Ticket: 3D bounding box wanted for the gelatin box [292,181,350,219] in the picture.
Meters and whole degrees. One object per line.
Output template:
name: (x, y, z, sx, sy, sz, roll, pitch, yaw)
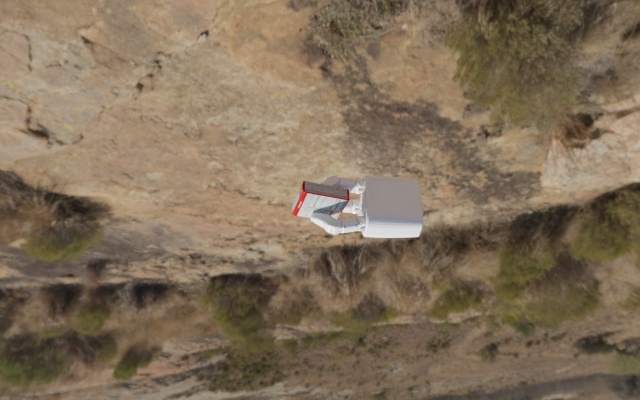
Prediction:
gelatin box: (0.000, 0.003, 0.877, 0.089, 0.030, 0.073, 9, -39, -16)
